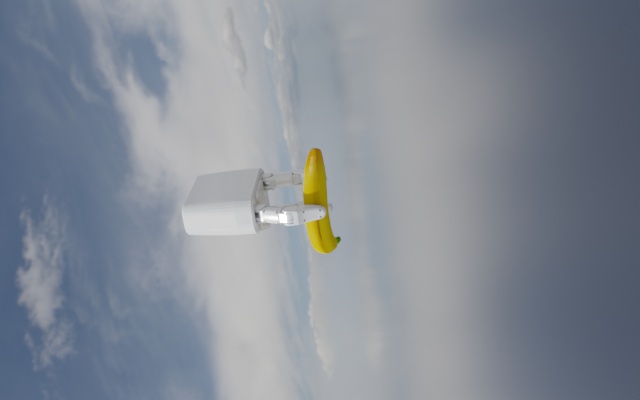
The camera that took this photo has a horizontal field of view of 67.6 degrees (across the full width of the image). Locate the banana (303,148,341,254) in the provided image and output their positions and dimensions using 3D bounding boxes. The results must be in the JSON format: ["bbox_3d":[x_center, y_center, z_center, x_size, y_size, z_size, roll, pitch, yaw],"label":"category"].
[{"bbox_3d":[-0.002,0.018,0.710,0.037,0.198,0.069,-1,43,11],"label":"banana"}]
